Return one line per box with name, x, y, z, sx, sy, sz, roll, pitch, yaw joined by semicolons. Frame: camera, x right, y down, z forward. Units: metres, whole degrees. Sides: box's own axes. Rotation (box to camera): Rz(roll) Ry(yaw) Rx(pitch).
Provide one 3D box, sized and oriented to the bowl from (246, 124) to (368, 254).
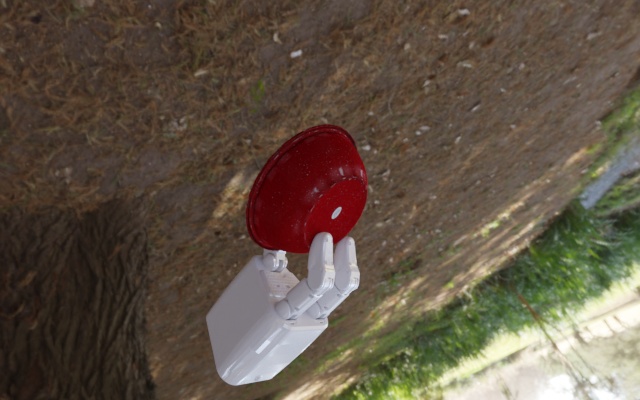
bowl;0.001;0.001;0.520;0.055;0.162;0.162;37;23;34
